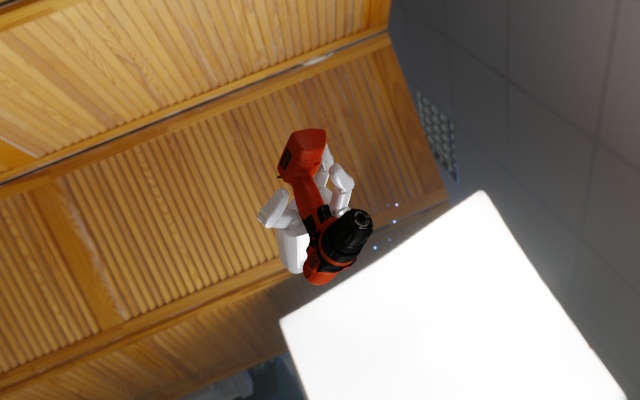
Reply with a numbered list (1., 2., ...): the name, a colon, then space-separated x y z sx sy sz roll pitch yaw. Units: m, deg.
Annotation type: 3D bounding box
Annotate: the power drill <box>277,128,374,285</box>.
1. power drill: 0.000 0.002 0.628 0.057 0.187 0.184 -5 -25 -23
